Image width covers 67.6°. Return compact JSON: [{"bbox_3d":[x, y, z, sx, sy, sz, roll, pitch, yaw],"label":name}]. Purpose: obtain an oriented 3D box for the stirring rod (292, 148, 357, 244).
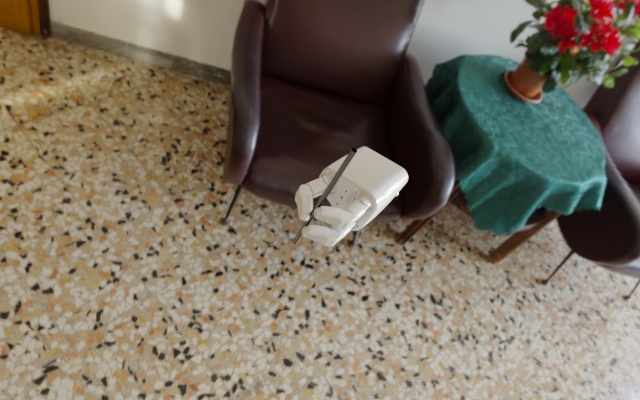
[{"bbox_3d":[0.000,0.002,0.701,0.011,0.011,0.240,0,-34,-26],"label":"stirring rod"}]
